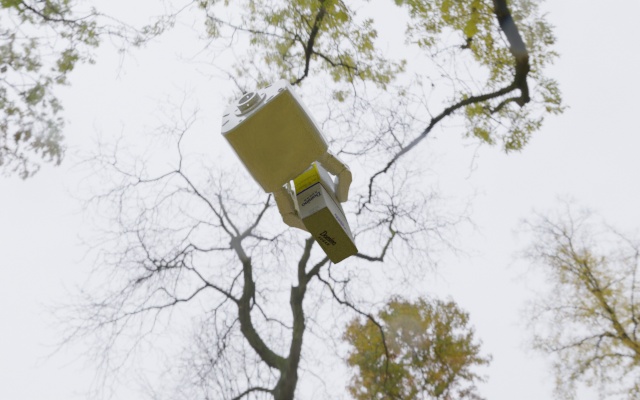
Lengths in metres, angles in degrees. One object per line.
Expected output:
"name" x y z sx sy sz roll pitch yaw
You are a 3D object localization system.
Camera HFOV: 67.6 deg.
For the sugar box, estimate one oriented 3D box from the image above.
"sugar box" 0.000 0.002 0.694 0.048 0.093 0.176 -29 32 11
